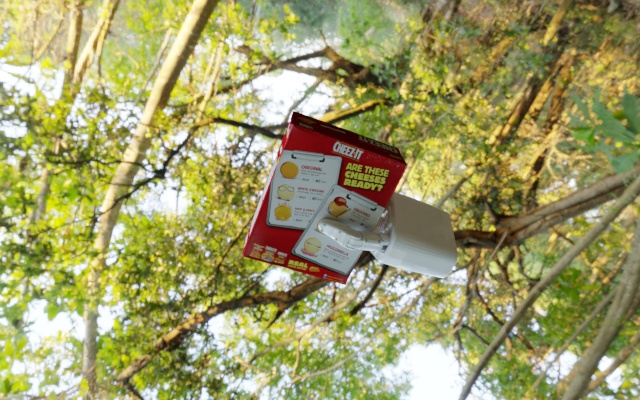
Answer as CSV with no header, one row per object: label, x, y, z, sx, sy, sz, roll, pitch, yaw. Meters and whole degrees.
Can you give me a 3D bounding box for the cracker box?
cracker box,0.000,0.002,0.681,0.164,0.214,0.072,18,25,-13
